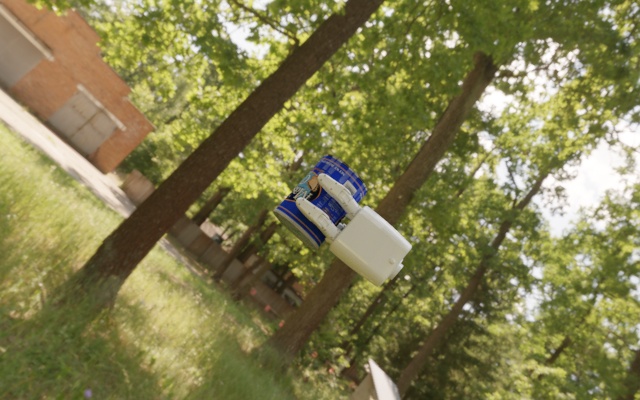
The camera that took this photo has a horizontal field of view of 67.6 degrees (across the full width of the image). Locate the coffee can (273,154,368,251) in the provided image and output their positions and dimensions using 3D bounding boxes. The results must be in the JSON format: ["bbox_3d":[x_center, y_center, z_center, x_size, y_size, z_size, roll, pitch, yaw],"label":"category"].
[{"bbox_3d":[0.000,0.003,0.845,0.103,0.140,0.103,40,-11,10],"label":"coffee can"}]
